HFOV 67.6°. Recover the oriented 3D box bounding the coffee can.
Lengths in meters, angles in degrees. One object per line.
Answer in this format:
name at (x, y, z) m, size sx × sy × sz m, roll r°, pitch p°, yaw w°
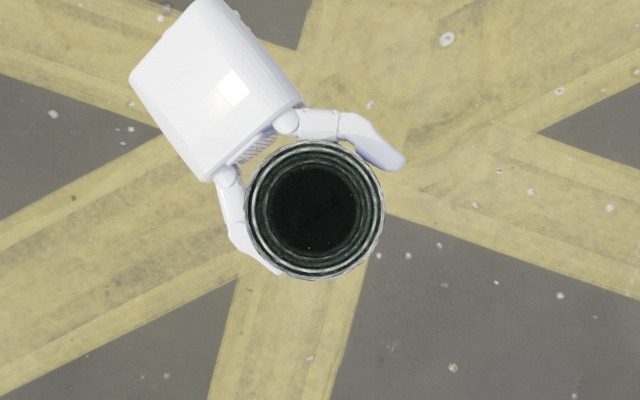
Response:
coffee can at (0.000, 0.002, 0.409) m, size 0.103 × 0.103 × 0.140 m, roll 0°, pitch 5°, yaw 4°
